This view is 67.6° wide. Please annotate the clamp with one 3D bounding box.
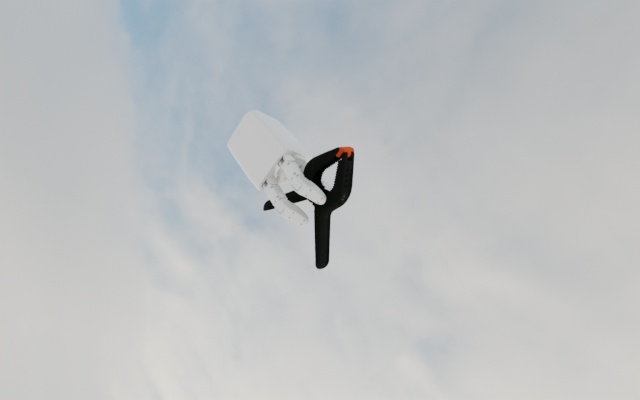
[{"bbox_3d":[0.001,0.002,0.801,0.036,0.164,0.210,-14,-31,-53],"label":"clamp"}]
